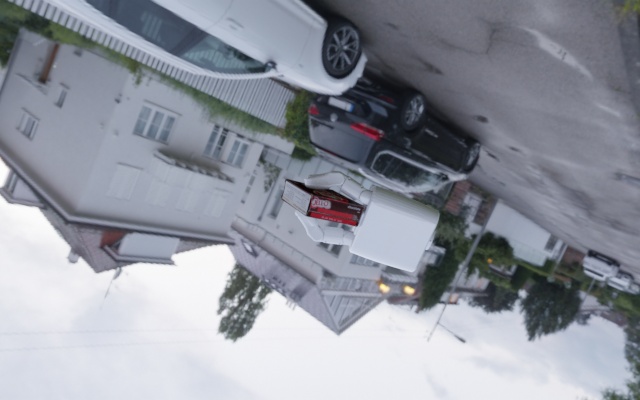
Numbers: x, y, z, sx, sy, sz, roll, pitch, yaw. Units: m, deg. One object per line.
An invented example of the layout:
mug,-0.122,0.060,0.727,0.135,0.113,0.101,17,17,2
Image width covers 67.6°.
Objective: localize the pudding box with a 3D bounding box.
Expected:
pudding box,0.000,0.003,0.734,0.090,0.039,0.113,14,6,-27
